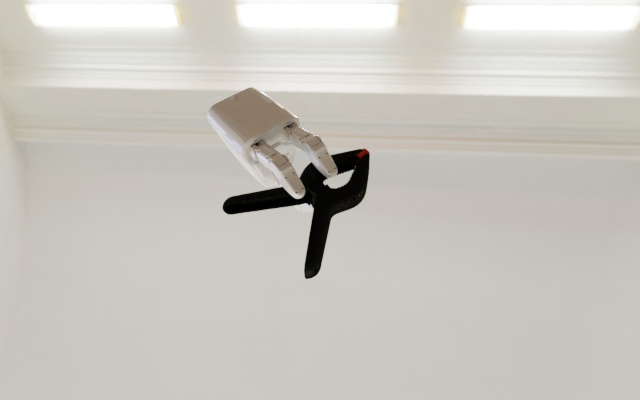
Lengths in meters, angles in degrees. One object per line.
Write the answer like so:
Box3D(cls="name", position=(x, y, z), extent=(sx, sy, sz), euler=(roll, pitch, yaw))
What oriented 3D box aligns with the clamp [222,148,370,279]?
Box3D(cls="clamp", position=(0.000, 0.002, 0.629), extent=(0.210, 0.036, 0.164), euler=(-33, 56, -23))
